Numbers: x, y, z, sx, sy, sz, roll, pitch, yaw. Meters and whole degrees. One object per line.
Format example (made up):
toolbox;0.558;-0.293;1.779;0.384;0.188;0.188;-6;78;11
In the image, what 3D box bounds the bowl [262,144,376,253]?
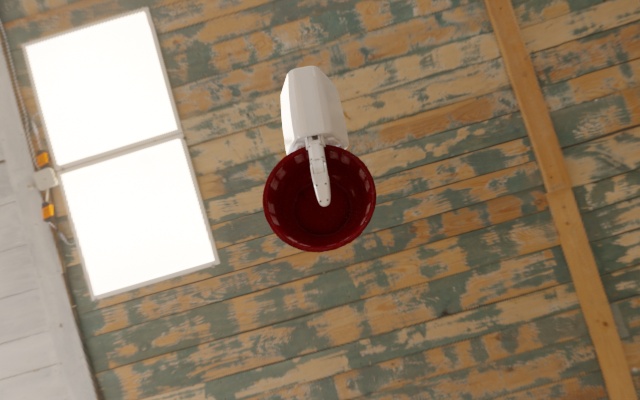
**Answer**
bowl;0.000;0.004;0.697;0.162;0.162;0.055;0;-19;6
